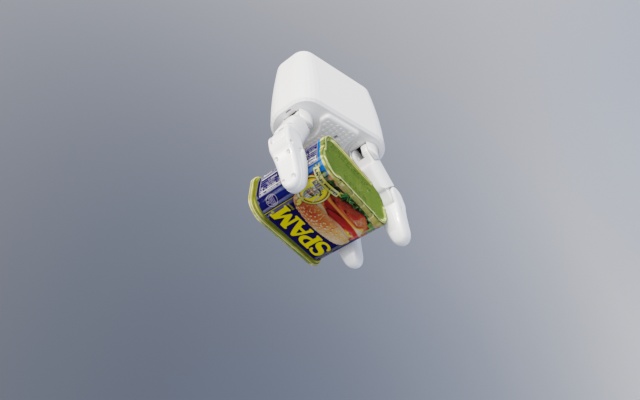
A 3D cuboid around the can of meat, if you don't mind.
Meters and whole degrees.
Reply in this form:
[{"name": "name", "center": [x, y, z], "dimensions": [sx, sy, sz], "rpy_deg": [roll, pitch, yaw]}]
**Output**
[{"name": "can of meat", "center": [0.000, 0.001, 0.437], "dimensions": [0.084, 0.057, 0.102], "rpy_deg": [-31, -56, 23]}]
